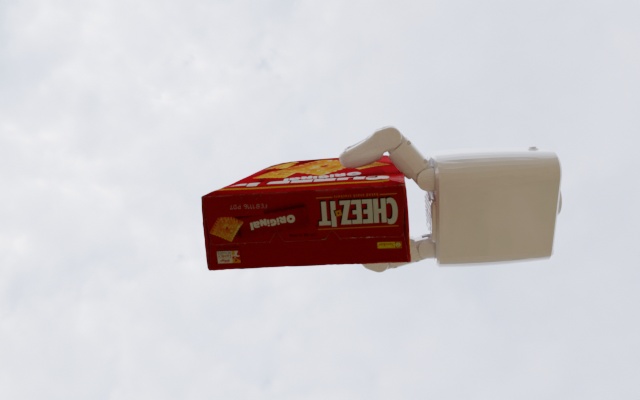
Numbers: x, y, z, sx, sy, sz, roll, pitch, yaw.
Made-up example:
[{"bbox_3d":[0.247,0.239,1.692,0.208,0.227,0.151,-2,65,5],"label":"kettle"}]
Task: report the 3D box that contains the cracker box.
[{"bbox_3d":[0.000,0.002,0.469,0.164,0.072,0.213,-4,9,8],"label":"cracker box"}]
